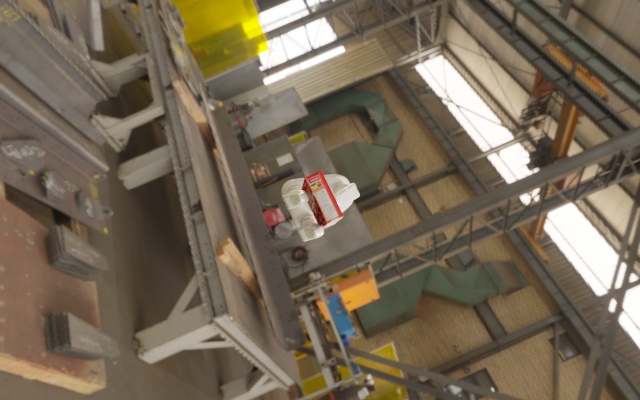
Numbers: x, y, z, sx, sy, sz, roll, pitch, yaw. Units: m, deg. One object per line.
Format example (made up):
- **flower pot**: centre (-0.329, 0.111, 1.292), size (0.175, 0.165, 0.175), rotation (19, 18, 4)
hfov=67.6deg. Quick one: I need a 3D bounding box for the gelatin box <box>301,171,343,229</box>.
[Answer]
- **gelatin box**: centre (0.001, 0.002, 0.705), size (0.030, 0.073, 0.089), rotation (-24, -6, -9)
